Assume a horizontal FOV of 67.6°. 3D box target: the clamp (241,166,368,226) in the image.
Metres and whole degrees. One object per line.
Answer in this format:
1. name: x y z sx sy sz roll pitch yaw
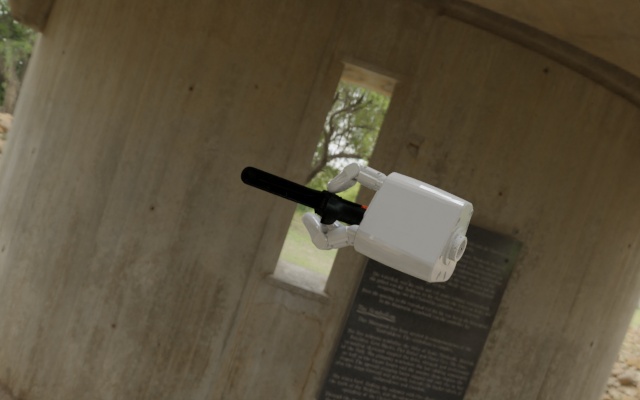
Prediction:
1. clamp: 0.001 0.002 0.665 0.164 0.036 0.210 26 6 31
